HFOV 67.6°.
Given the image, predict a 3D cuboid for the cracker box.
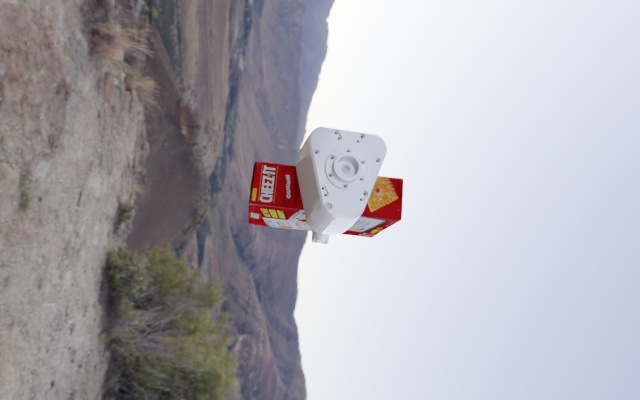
[{"bbox_3d":[0.000,0.003,0.734,0.214,0.072,0.164,7,-14,-7],"label":"cracker box"}]
